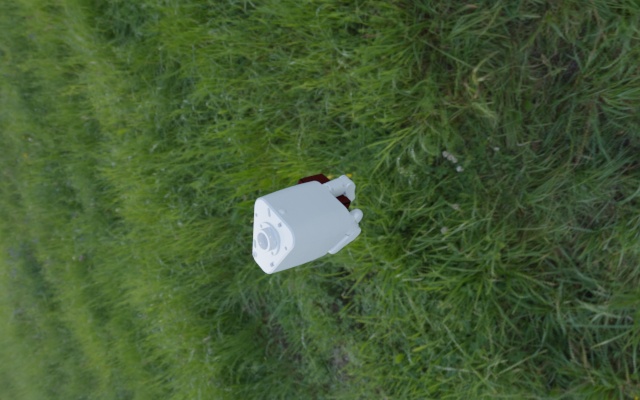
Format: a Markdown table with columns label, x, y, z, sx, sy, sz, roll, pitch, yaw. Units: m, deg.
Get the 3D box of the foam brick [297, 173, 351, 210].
| label | x | y | z | sx | sy | sz | roll | pitch | yaw |
| --- | --- | --- | --- | --- | --- | --- | --- | --- | --- |
| foam brick | 0.000 | 0.002 | 0.761 | 0.051 | 0.053 | 0.078 | -17 | 50 | -40 |
